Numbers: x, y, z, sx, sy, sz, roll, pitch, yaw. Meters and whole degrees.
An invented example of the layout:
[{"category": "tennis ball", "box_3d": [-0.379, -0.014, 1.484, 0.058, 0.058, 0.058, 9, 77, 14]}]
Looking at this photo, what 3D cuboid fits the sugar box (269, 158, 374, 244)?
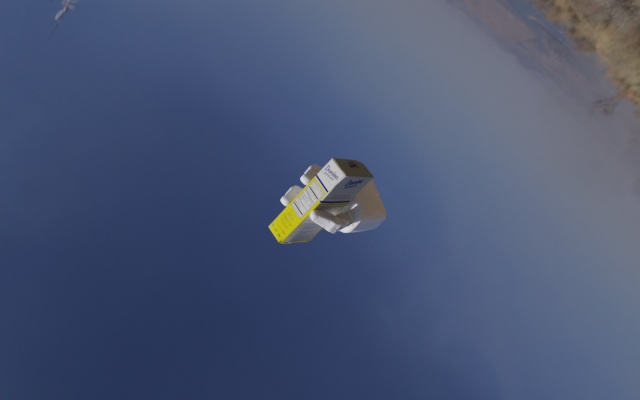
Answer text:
[{"category": "sugar box", "box_3d": [0.000, 0.002, 0.811, 0.176, 0.048, 0.093, -48, -25, 25]}]
